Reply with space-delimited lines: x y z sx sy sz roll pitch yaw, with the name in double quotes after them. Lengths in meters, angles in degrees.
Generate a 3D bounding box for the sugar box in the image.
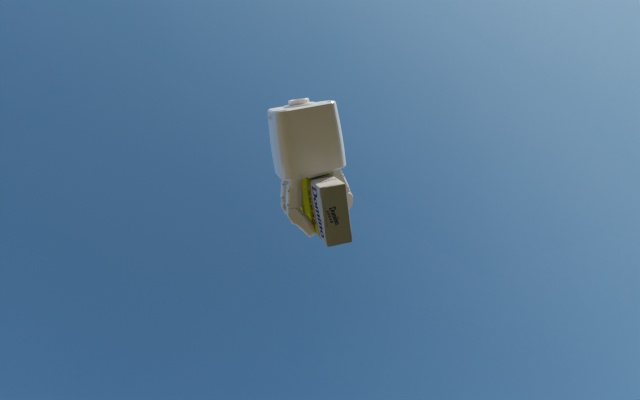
0.000 0.002 0.769 0.048 0.093 0.176 -11 15 -10 "sugar box"
